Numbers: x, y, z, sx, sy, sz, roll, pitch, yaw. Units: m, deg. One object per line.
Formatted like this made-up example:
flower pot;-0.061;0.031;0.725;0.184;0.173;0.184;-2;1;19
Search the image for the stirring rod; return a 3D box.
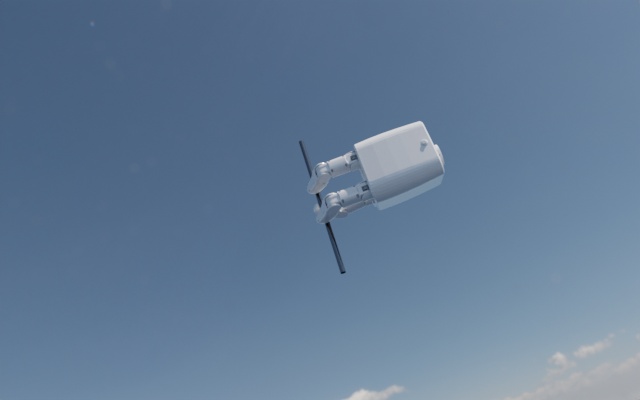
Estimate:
stirring rod;0.000;0.002;0.735;0.011;0.239;0.011;-13;-29;-8
